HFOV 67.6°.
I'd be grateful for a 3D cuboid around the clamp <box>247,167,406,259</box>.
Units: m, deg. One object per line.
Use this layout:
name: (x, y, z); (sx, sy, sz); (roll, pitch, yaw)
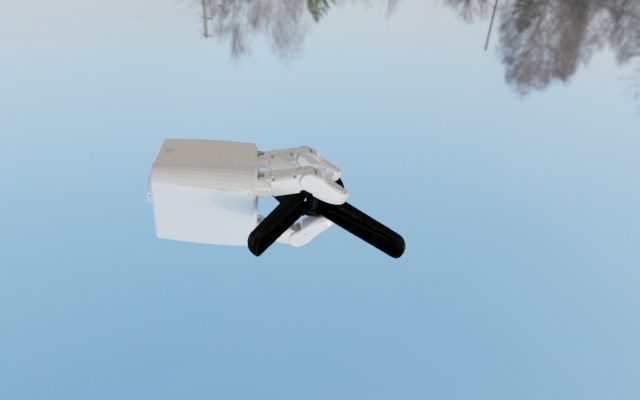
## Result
clamp: (0.000, 0.002, 0.553); (0.164, 0.036, 0.209); (7, 29, -11)
